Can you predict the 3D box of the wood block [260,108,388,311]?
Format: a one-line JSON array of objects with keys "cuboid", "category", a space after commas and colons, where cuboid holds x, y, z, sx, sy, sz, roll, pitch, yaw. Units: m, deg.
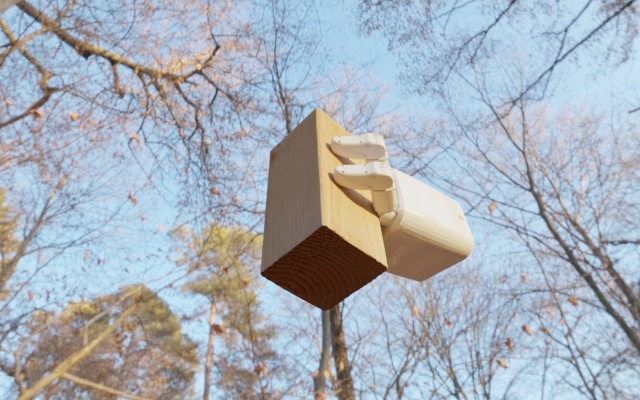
[{"cuboid": [0.000, 0.002, 0.528, 0.090, 0.206, 0.091, 35, -60, -27], "category": "wood block"}]
